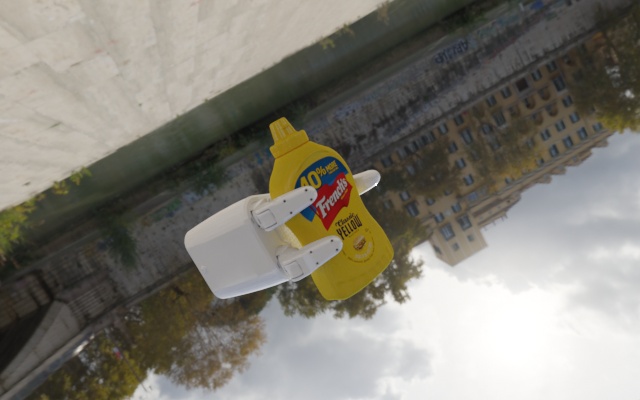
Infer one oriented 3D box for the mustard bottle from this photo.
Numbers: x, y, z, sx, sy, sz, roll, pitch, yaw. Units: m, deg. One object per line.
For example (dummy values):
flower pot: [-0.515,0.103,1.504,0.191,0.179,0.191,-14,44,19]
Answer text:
mustard bottle: [0.000,0.002,0.504,0.096,0.191,0.058,-34,10,-33]
